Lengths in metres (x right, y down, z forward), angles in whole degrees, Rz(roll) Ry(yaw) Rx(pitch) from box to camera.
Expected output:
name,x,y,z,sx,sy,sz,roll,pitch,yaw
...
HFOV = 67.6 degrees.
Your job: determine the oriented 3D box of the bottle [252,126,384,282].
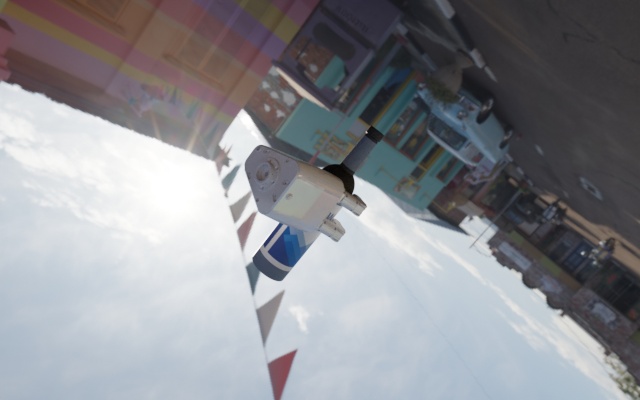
name,x,y,z,sx,sy,sz,roll,pitch,yaw
bottle,0.000,0.003,0.780,0.069,0.296,0.069,37,13,-9
